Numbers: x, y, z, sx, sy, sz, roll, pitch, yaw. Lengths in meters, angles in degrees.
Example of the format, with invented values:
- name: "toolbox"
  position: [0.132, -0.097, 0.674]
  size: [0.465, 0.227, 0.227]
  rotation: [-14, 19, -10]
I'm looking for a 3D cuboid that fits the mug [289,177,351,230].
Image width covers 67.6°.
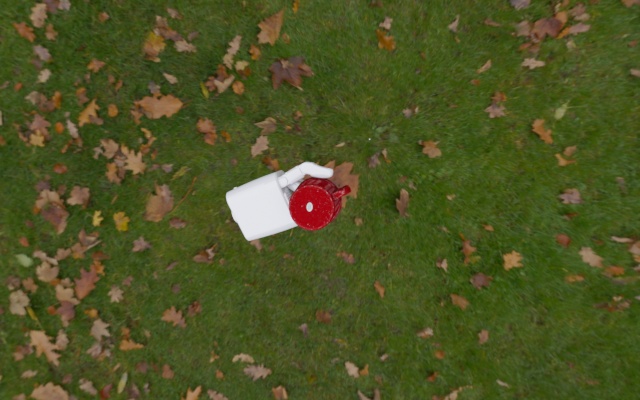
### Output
- name: "mug"
  position: [0.001, 0.002, 0.850]
  size: [0.117, 0.093, 0.081]
  rotation: [-21, 5, 10]
